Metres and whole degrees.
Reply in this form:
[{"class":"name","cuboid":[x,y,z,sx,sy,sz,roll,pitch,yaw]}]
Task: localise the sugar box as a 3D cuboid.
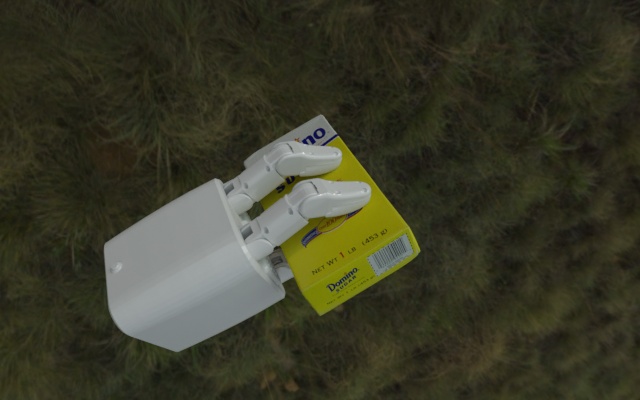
[{"class":"sugar box","cuboid":[0.000,0.001,0.412,0.093,0.176,0.048,-31,-44,-1]}]
